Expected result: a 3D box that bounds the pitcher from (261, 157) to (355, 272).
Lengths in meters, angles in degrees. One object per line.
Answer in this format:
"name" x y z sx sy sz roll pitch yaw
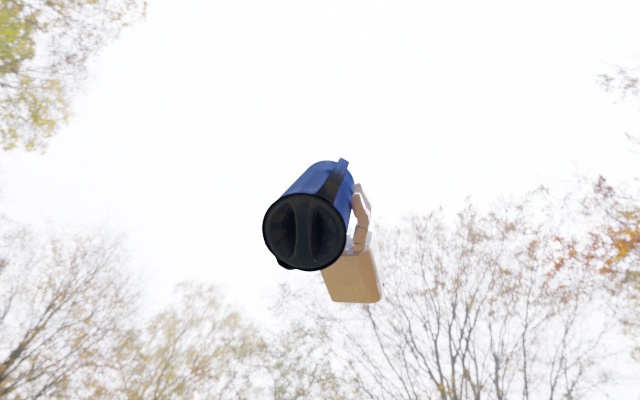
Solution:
"pitcher" 0.000 0.003 0.826 0.149 0.145 0.242 -14 18 16
